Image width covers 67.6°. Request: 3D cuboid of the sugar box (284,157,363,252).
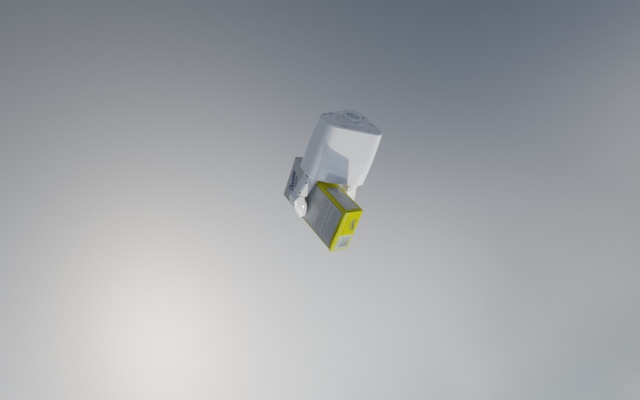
[{"bbox_3d":[0.001,0.003,0.885,0.048,0.093,0.176,-5,40,-35],"label":"sugar box"}]
